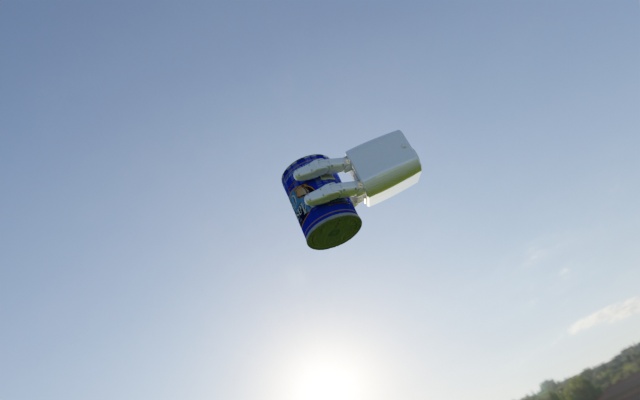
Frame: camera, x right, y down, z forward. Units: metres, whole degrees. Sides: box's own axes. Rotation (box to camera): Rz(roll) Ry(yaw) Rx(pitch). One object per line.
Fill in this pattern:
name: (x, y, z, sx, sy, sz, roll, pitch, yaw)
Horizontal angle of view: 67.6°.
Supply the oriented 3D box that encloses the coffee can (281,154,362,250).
coffee can: (0.000, 0.003, 0.854, 0.103, 0.140, 0.103, -18, -32, -11)
